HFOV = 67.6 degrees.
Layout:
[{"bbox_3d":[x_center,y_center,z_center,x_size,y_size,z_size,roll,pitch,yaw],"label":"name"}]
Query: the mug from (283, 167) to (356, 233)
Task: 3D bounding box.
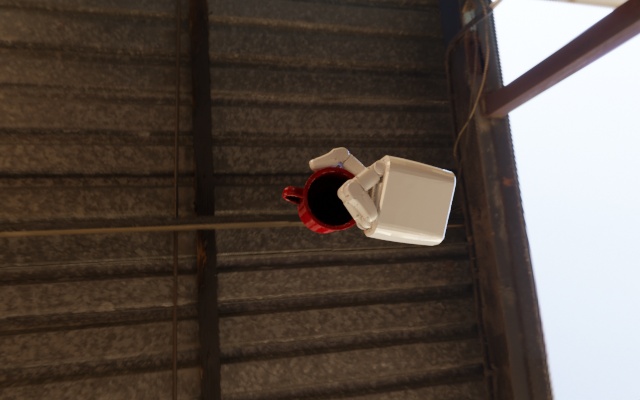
[{"bbox_3d":[-0.001,0.002,0.718,0.117,0.093,0.081,11,-14,-11],"label":"mug"}]
